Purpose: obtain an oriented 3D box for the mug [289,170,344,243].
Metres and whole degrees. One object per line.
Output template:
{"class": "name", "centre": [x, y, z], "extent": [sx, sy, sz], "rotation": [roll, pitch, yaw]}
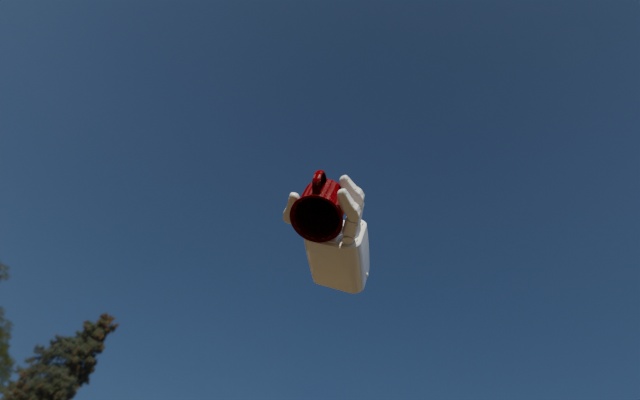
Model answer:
{"class": "mug", "centre": [0.000, 0.001, 0.829], "extent": [0.093, 0.117, 0.081], "rotation": [1, 28, 14]}
